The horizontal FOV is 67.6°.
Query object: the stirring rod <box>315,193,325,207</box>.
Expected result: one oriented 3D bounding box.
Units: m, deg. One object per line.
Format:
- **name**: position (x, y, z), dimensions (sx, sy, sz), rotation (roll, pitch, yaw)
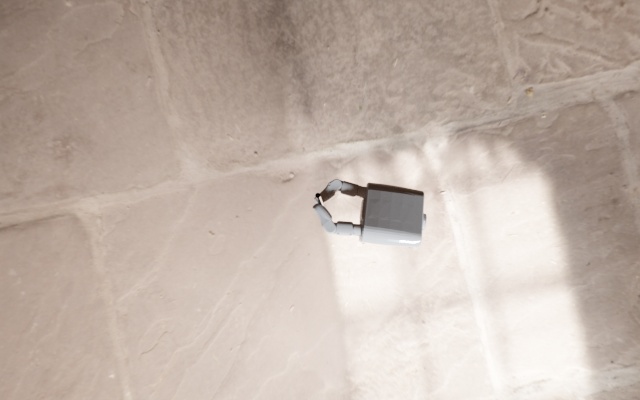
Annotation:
- **stirring rod**: position (0.000, 0.003, 0.829), dimensions (0.011, 0.011, 0.239), rotation (0, -5, 2)
